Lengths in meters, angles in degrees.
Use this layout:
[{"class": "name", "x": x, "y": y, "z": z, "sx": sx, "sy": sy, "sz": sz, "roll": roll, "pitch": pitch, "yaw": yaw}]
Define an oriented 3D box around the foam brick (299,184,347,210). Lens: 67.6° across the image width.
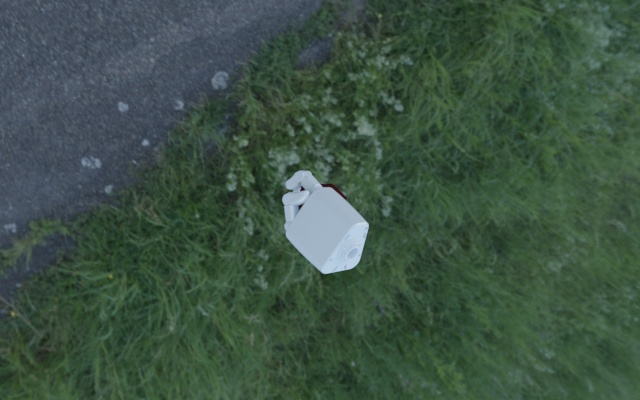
[{"class": "foam brick", "x": 0.000, "y": 0.003, "z": 0.899, "sx": 0.078, "sy": 0.053, "sz": 0.051, "roll": -3, "pitch": 35, "yaw": -44}]
